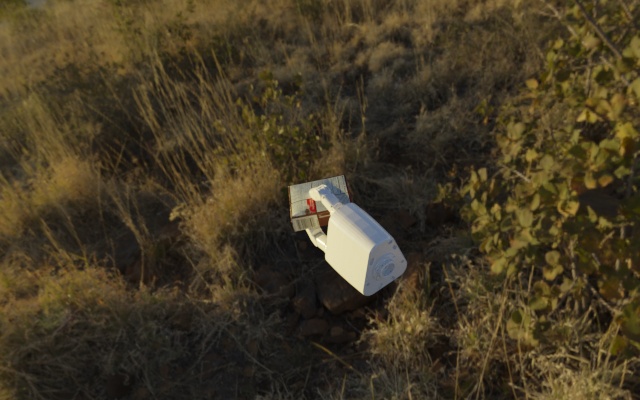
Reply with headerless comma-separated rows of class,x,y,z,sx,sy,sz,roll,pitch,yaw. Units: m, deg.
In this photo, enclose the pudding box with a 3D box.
pudding box,0.000,0.003,0.872,0.113,0.039,0.090,-10,42,2
